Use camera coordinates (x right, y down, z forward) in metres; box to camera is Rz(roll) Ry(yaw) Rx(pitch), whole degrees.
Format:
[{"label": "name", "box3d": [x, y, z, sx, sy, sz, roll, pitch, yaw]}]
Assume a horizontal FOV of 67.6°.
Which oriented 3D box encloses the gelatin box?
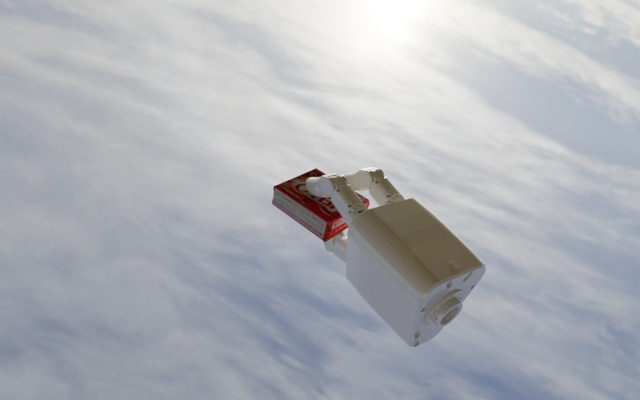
[{"label": "gelatin box", "box3d": [0.000, 0.002, 0.556, 0.089, 0.030, 0.073, 33, 40, 30]}]
